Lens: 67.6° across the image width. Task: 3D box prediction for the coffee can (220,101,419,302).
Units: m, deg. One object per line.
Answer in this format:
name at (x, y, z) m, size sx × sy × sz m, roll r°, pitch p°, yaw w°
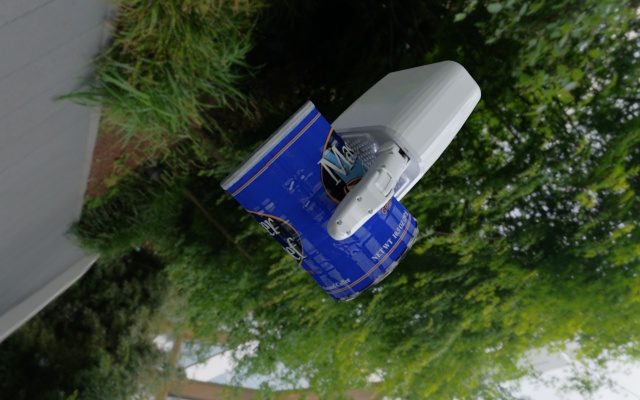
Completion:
coffee can at (0.000, 0.001, 0.411) m, size 0.103 × 0.140 × 0.102 m, roll -41°, pitch 10°, yaw 9°
